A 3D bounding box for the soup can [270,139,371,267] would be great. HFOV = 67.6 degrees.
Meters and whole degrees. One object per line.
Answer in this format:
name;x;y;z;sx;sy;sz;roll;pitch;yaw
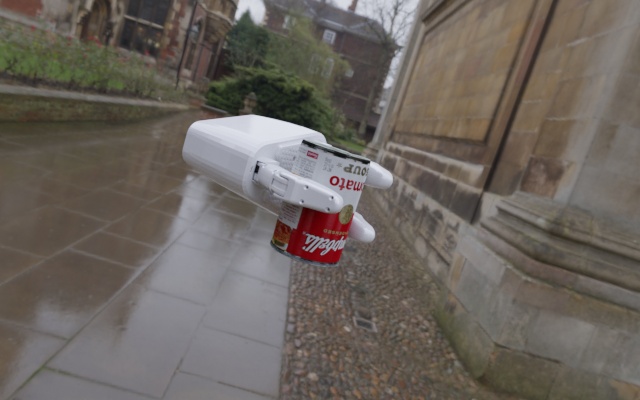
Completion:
soup can;0.000;0.001;0.442;0.068;0.102;0.068;17;9;-3
